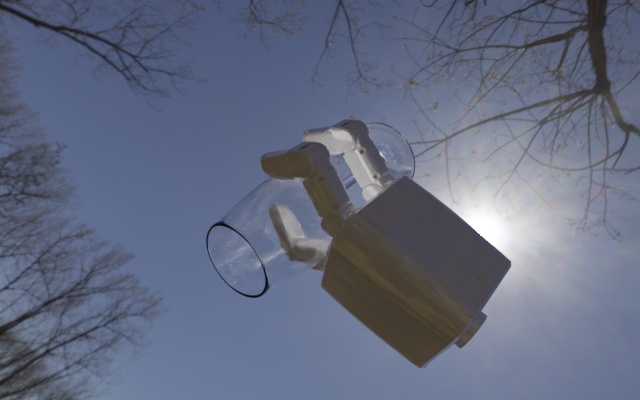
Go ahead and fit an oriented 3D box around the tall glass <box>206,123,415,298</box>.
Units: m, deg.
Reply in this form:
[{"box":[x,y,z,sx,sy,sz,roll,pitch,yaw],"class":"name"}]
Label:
[{"box":[0.000,0.001,0.406,0.079,0.079,0.201,0,25,43],"class":"tall glass"}]
